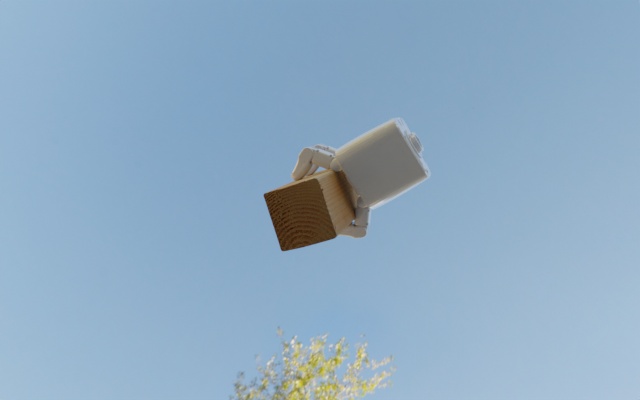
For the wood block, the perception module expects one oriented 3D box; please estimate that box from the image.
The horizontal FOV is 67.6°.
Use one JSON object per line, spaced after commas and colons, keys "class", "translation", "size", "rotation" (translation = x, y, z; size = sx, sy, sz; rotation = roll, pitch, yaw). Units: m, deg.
{"class": "wood block", "translation": [0.001, 0.003, 0.764], "size": [0.090, 0.091, 0.206], "rotation": [-16, 5, 20]}
